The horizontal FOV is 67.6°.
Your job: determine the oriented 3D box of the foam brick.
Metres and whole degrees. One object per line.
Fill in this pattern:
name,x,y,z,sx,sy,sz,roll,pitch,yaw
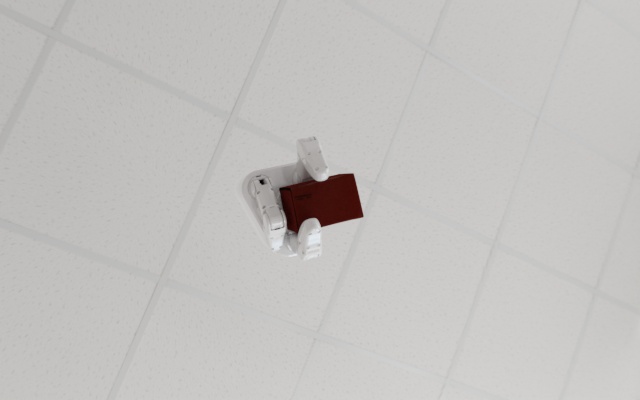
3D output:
foam brick,0.000,0.002,0.542,0.078,0.053,0.051,-13,5,-17
